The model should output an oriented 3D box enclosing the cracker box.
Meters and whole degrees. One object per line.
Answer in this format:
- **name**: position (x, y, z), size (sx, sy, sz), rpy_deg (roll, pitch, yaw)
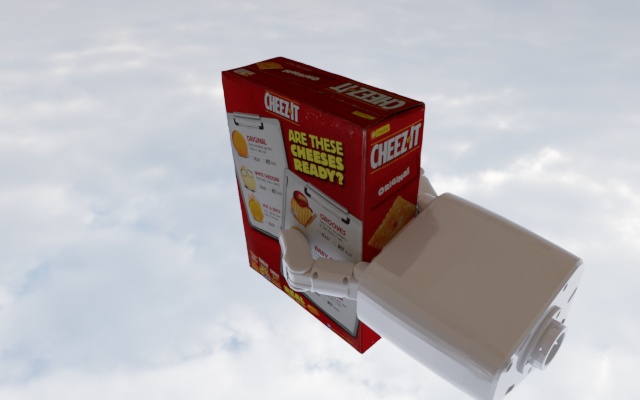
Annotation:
- **cracker box**: position (0.000, 0.002, 0.414), size (0.072, 0.214, 0.164), rpy_deg (-28, 42, -34)
